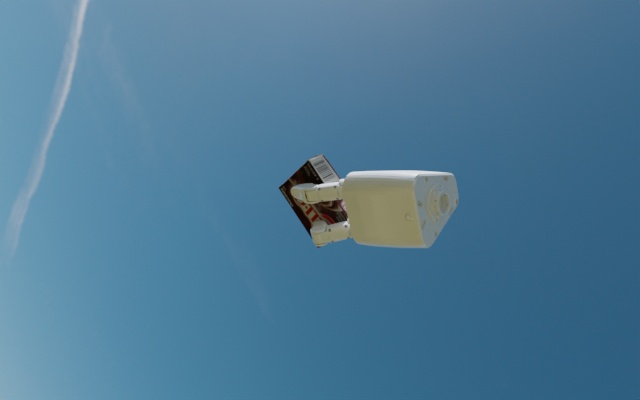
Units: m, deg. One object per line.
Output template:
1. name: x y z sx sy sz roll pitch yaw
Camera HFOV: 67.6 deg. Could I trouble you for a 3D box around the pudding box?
1. pudding box: 0.000 0.002 0.696 0.039 0.113 0.090 -27 -8 -43
